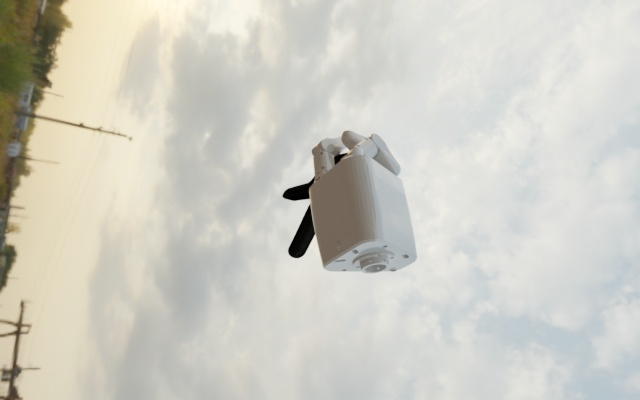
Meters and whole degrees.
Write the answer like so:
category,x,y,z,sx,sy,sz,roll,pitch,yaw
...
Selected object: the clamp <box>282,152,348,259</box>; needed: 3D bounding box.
category,x,y,z,sx,sy,sz,roll,pitch,yaw
clamp,0.001,0.002,0.655,0.039,0.120,0.171,13,-35,-33
